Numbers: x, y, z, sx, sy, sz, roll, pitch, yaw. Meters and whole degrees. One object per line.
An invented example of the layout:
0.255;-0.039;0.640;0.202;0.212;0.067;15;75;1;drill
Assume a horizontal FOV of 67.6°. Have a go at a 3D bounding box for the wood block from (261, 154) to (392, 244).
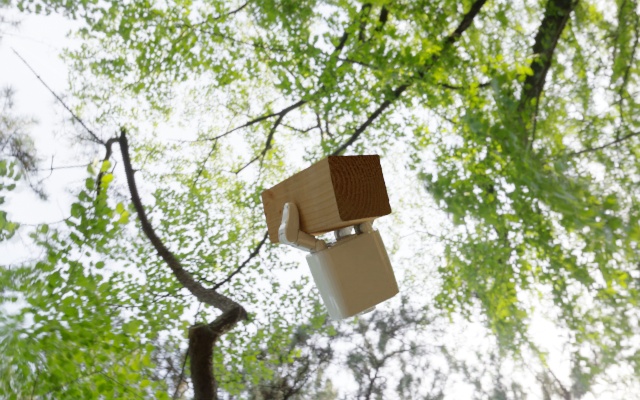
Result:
0.000;0.003;0.719;0.091;0.090;0.206;-7;-9;-34;wood block
